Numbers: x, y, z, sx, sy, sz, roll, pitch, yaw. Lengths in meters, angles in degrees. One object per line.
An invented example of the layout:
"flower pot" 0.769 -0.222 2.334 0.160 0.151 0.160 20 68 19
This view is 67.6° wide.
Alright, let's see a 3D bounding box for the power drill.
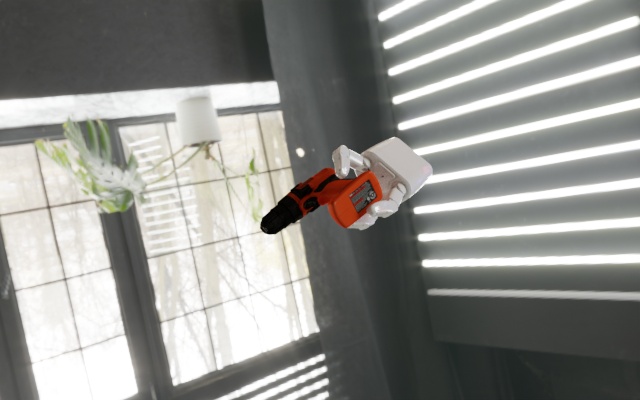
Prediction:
"power drill" 0.001 0.003 0.820 0.184 0.057 0.187 -40 24 -26
